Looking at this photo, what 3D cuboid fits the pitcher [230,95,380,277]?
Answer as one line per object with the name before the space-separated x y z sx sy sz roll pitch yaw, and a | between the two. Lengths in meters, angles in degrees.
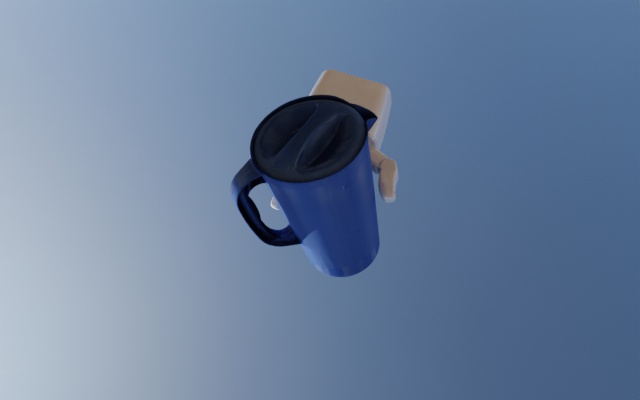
pitcher | 0.000 0.002 0.608 0.149 0.145 0.243 6 -35 19
